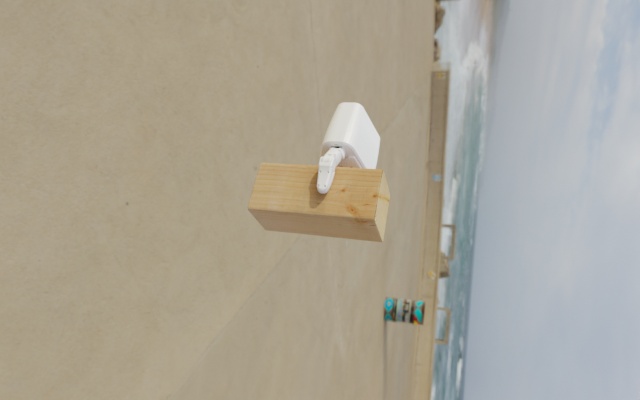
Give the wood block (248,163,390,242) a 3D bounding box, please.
[{"bbox_3d":[0.000,0.002,0.778,0.206,0.090,0.091,4,-26,18],"label":"wood block"}]
